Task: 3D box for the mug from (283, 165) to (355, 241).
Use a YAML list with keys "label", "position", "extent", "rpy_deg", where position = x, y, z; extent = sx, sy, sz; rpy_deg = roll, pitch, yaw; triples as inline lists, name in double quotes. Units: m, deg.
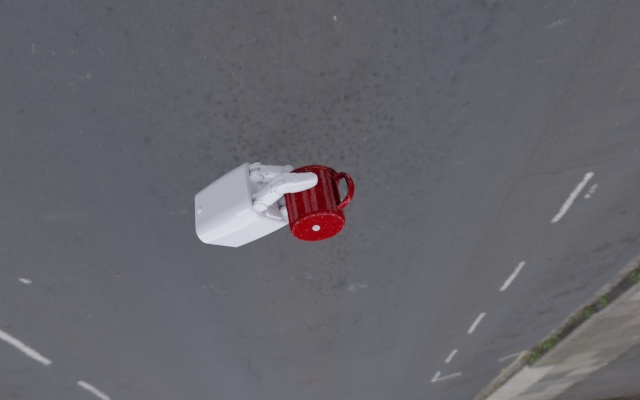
- label: "mug"
  position: [0.001, 0.002, 0.700]
  extent: [0.117, 0.081, 0.093]
  rpy_deg: [-28, -36, 23]
